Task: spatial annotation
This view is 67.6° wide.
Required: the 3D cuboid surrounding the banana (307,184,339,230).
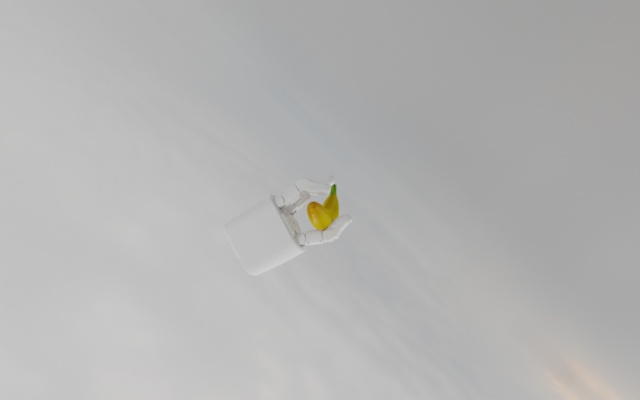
[{"bbox_3d":[0.006,0.020,0.856,0.037,0.069,0.197,-13,8,12],"label":"banana"}]
